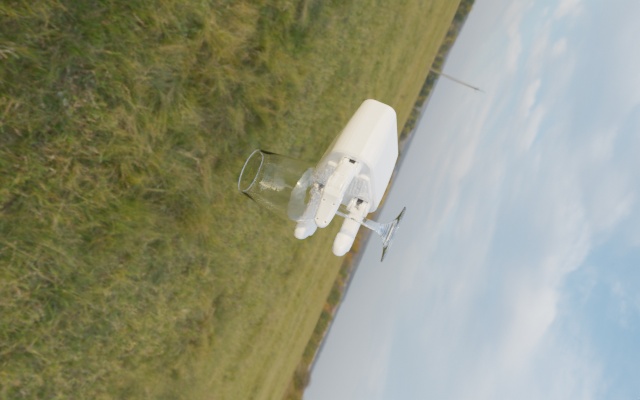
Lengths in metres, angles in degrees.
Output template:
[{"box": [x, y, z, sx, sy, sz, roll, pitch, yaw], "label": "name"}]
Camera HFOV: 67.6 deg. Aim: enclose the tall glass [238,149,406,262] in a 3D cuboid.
[{"box": [0.001, 0.002, 0.598, 0.201, 0.079, 0.079, 24, 3, 8], "label": "tall glass"}]
